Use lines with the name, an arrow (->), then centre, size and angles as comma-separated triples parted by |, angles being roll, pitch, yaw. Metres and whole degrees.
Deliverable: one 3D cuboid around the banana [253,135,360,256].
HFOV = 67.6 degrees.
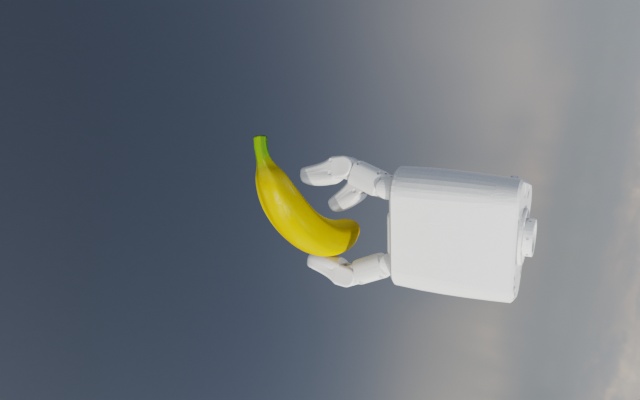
banana -> -0.006, 0.017, 0.452 | 0.037, 0.069, 0.198 | 3, -24, 30
